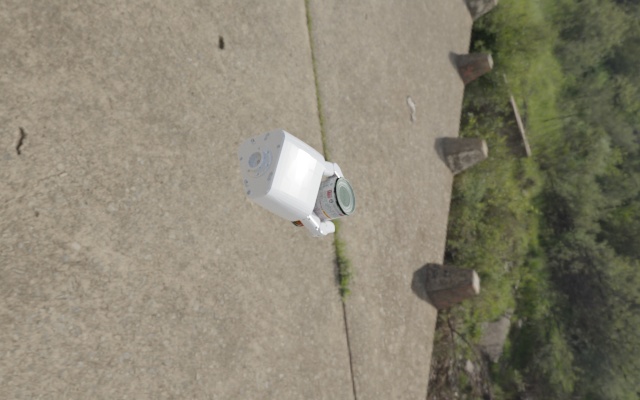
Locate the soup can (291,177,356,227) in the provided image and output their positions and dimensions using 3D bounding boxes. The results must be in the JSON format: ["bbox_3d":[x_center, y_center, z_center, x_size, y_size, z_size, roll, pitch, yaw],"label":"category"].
[{"bbox_3d":[0.001,0.003,0.817,0.102,0.068,0.068,-14,-7,30],"label":"soup can"}]
